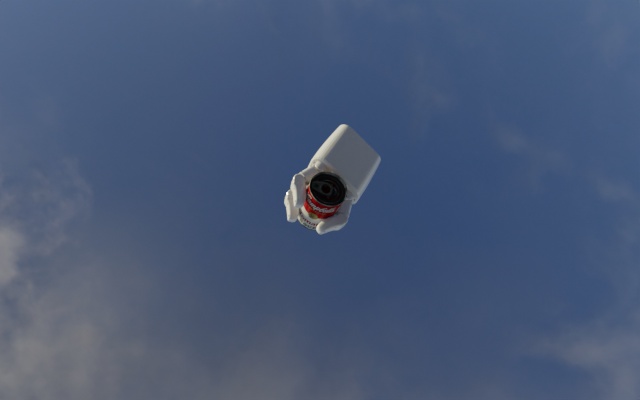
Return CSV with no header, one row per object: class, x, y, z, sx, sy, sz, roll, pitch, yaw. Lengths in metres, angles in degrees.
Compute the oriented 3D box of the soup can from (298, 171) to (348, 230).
soup can,0.000,0.003,0.851,0.068,0.068,0.102,0,-28,-18
